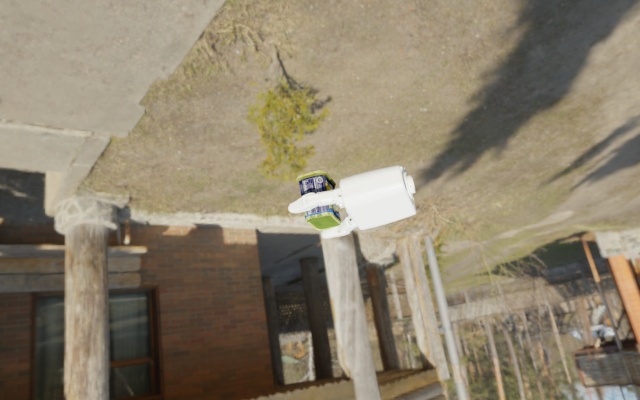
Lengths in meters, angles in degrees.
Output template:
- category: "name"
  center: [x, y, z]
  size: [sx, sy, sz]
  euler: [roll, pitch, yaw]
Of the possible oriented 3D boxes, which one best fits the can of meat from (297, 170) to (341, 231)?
- category: "can of meat"
  center: [0.000, 0.003, 0.880]
  size: [0.057, 0.084, 0.102]
  euler: [-15, -19, 12]
